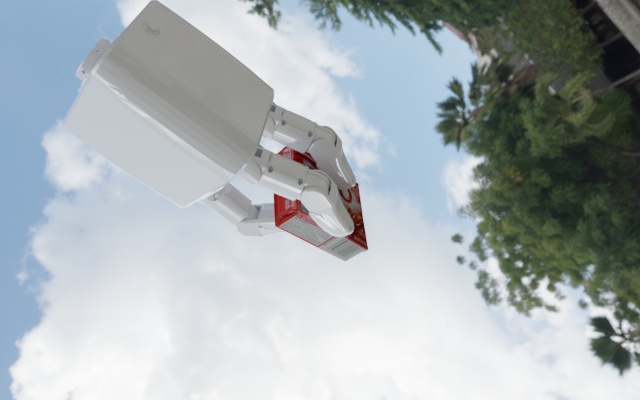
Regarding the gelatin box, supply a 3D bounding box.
[{"bbox_3d":[0.000,0.002,0.405,0.030,0.073,0.089,-31,-44,30],"label":"gelatin box"}]
